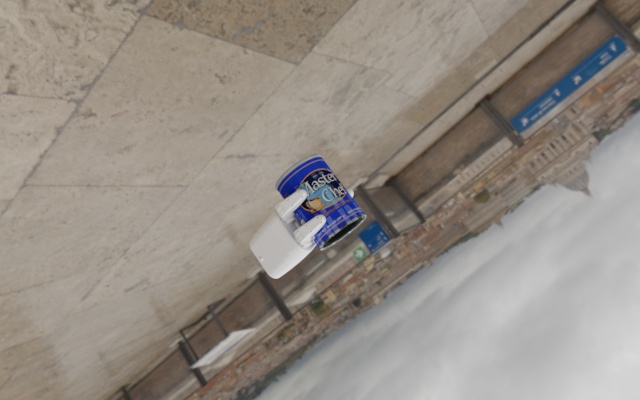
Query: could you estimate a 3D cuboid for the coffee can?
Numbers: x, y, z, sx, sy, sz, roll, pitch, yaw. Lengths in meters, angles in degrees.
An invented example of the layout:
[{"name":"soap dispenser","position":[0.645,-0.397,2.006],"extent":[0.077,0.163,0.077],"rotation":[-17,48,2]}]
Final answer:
[{"name":"coffee can","position":[0.000,0.003,0.853],"extent":[0.103,0.140,0.103],"rotation":[-34,-13,-9]}]
